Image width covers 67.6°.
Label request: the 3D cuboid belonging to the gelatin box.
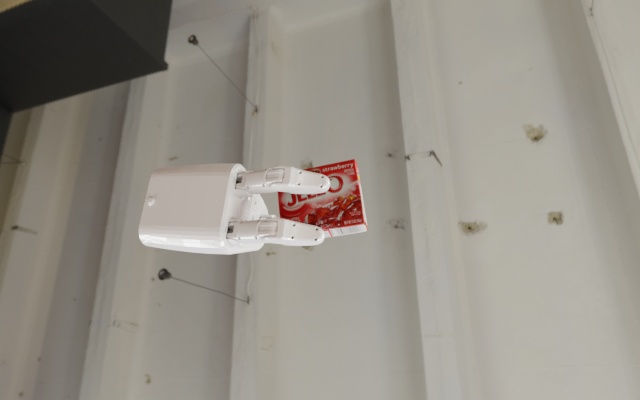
[{"bbox_3d":[0.001,0.002,0.504,0.089,0.073,0.030,-10,-22,8],"label":"gelatin box"}]
